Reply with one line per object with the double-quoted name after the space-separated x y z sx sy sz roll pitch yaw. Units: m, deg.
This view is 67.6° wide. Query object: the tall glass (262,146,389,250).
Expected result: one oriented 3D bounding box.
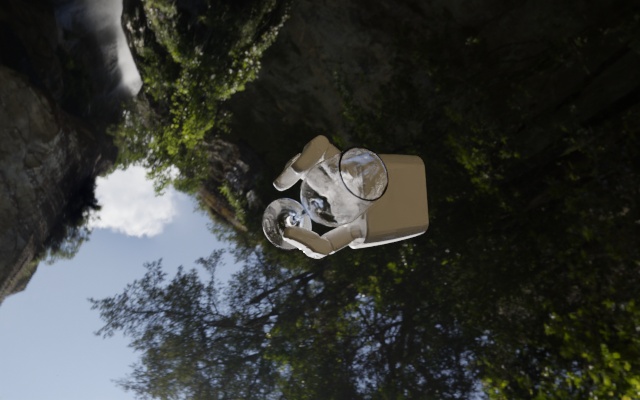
0.000 0.002 0.579 0.079 0.079 0.201 0 -18 -29 "tall glass"
